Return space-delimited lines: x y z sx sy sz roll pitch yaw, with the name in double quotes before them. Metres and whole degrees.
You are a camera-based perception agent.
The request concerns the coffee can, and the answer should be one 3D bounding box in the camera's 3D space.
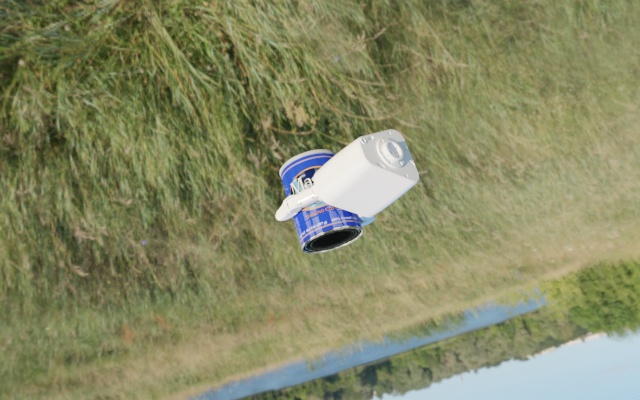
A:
"coffee can" 0.000 0.003 0.779 0.103 0.140 0.103 -15 -22 -6
